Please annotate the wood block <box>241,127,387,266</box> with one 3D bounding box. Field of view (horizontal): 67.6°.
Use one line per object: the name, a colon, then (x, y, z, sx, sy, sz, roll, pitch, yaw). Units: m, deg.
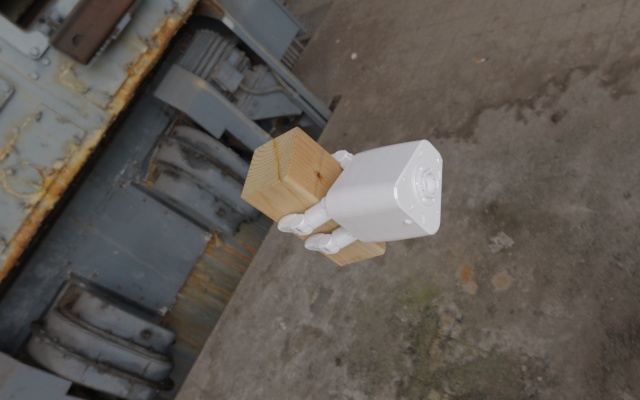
wood block: (0.000, 0.002, 0.685, 0.090, 0.090, 0.206, -22, -46, 37)
